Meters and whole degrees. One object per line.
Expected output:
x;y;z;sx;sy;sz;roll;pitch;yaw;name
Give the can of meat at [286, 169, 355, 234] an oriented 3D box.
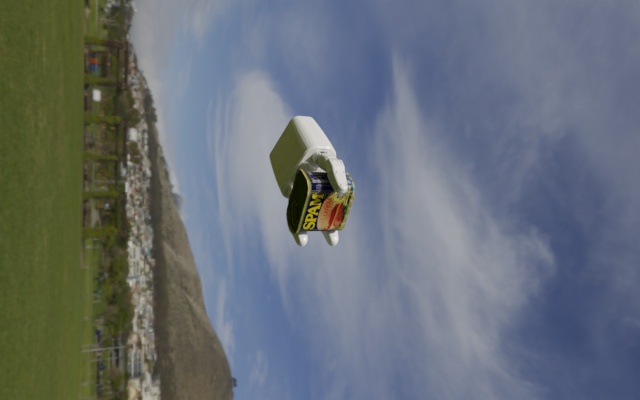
0.000;0.002;0.758;0.084;0.102;0.057;0;36;-25;can of meat
